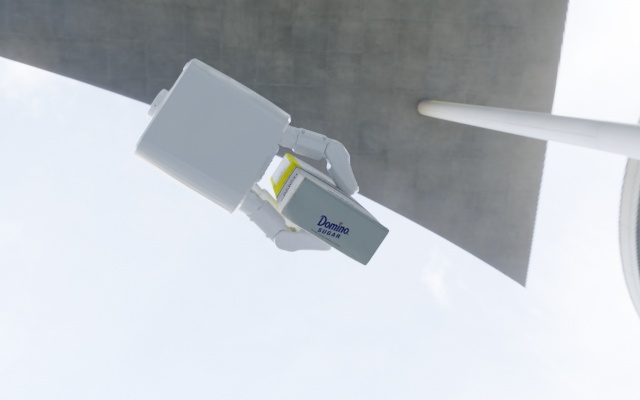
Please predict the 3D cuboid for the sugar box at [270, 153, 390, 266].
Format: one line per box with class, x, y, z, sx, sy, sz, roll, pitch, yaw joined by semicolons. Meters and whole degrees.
sugar box;0.000;0.002;0.489;0.093;0.048;0.176;32;8;-13
